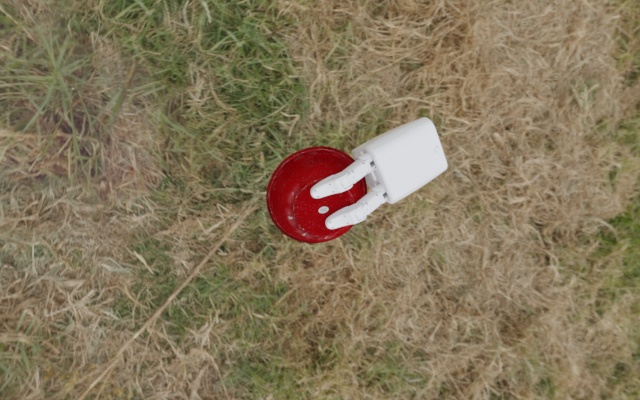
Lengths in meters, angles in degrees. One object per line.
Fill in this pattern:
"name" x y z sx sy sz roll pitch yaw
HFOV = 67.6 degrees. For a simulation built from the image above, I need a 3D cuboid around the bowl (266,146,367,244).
"bowl" -0.001 0.003 0.723 0.162 0.162 0.055 0 21 -12
